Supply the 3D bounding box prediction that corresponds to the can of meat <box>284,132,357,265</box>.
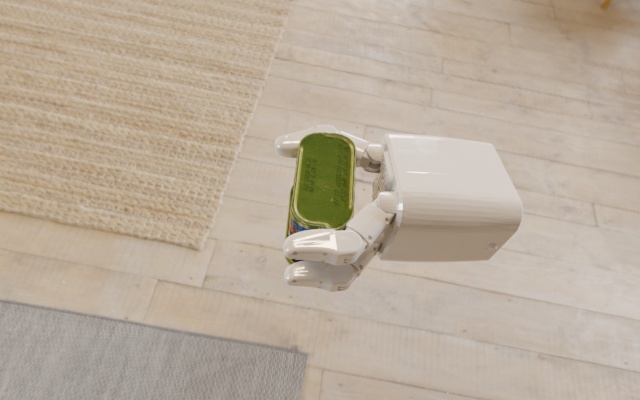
[{"bbox_3d":[0.000,0.001,0.431,0.057,0.102,0.084,6,-31,-3],"label":"can of meat"}]
